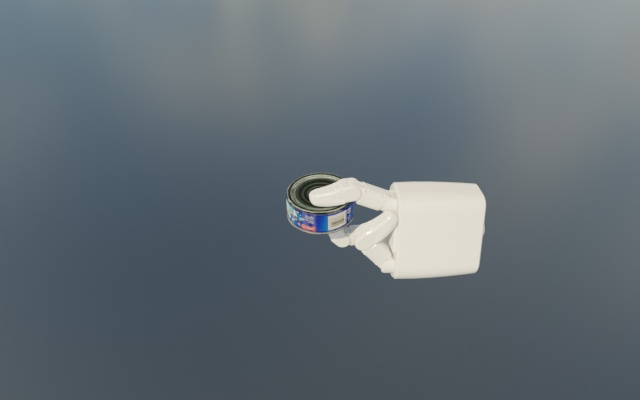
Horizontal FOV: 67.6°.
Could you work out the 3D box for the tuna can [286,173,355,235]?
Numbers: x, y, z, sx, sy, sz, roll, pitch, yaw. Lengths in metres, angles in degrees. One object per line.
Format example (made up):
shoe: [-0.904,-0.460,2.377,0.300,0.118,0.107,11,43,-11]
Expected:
tuna can: [0.000,0.001,0.594,0.086,0.034,0.086,-1,38,1]
